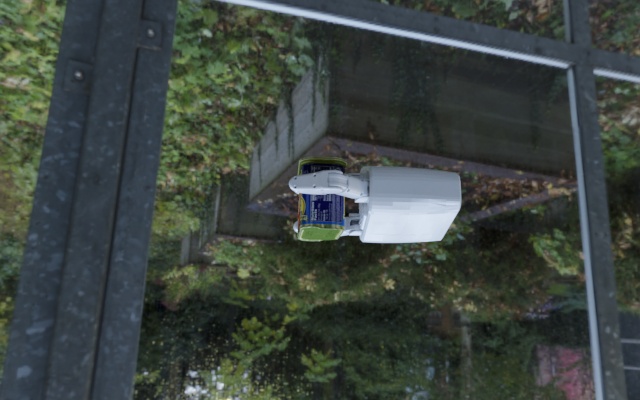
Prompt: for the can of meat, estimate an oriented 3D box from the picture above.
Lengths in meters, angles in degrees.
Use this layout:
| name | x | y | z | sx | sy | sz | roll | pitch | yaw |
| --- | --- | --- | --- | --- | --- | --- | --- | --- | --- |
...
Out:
| name | x | y | z | sx | sy | sz | roll | pitch | yaw |
| --- | --- | --- | --- | --- | --- | --- | --- | --- | --- |
| can of meat | 0.000 | 0.002 | 0.584 | 0.057 | 0.084 | 0.102 | 2 | -13 | -5 |
